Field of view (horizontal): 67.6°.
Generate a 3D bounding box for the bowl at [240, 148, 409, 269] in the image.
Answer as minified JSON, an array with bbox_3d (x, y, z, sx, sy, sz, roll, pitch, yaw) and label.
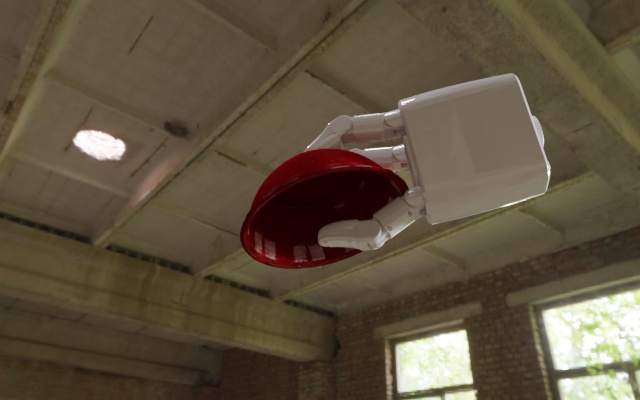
[{"bbox_3d":[-0.001,0.001,0.454,0.162,0.055,0.162,-13,-34,-9],"label":"bowl"}]
